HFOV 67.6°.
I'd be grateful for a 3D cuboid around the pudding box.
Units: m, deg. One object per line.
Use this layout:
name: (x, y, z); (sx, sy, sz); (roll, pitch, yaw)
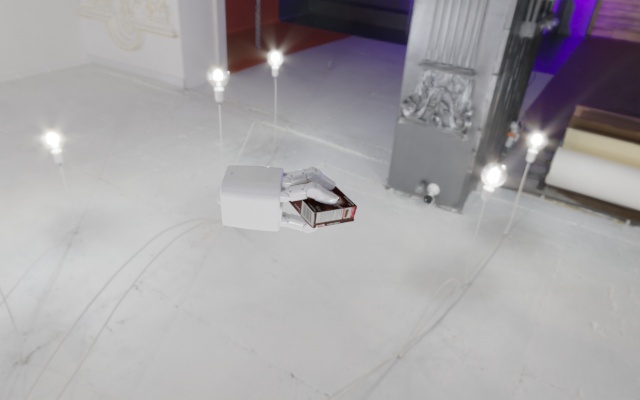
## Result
pudding box: (0.000, 0.003, 0.885); (0.090, 0.039, 0.113); (-9, 36, -28)
